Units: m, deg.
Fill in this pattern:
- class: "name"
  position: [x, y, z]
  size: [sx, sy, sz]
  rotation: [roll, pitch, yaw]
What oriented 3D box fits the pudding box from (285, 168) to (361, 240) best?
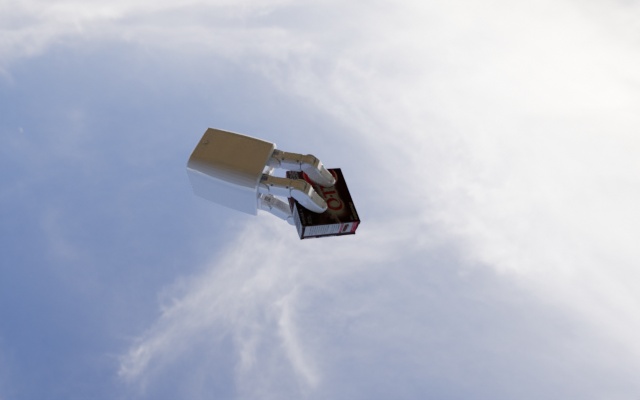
- class: "pudding box"
  position: [0.000, 0.002, 0.719]
  size: [0.090, 0.113, 0.039]
  rotation: [-5, -37, -17]
